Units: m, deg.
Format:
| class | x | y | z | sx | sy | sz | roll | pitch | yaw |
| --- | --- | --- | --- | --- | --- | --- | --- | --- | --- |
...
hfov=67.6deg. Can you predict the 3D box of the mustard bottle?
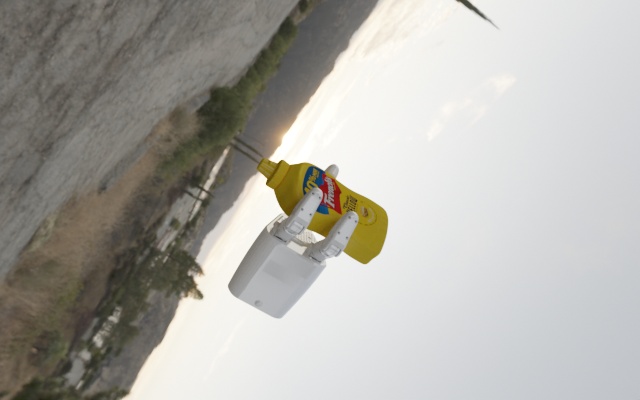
| class | x | y | z | sx | sy | sz | roll | pitch | yaw |
| --- | --- | --- | --- | --- | --- | --- | --- | --- | --- |
| mustard bottle | 0.001 | 0.002 | 0.637 | 0.192 | 0.096 | 0.058 | 32 | -48 | -14 |
